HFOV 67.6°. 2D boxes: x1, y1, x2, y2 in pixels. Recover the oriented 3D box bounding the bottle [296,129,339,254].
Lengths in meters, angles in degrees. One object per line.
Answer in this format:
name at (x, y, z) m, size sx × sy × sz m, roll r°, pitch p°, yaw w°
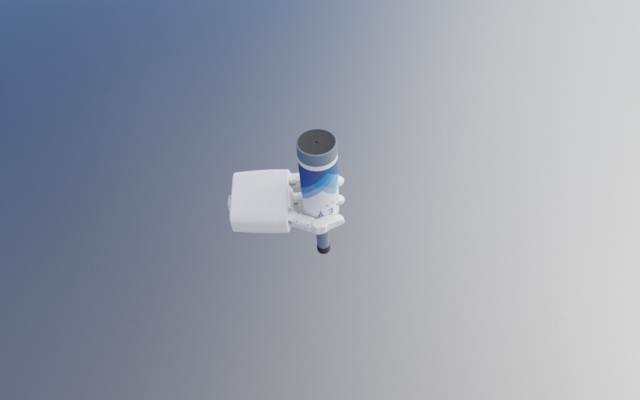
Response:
bottle at (0.000, 0.003, 0.875) m, size 0.069 × 0.069 × 0.296 m, roll 0°, pitch -41°, yaw 3°
